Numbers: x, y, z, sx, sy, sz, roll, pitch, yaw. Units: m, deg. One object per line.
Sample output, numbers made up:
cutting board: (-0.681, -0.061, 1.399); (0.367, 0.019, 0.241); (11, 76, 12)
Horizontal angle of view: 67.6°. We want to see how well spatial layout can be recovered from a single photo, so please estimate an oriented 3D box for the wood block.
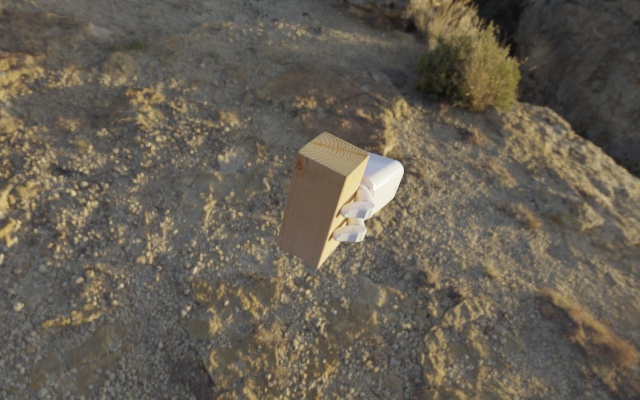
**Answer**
wood block: (0.000, 0.002, 0.811); (0.091, 0.206, 0.090); (28, 40, 15)
